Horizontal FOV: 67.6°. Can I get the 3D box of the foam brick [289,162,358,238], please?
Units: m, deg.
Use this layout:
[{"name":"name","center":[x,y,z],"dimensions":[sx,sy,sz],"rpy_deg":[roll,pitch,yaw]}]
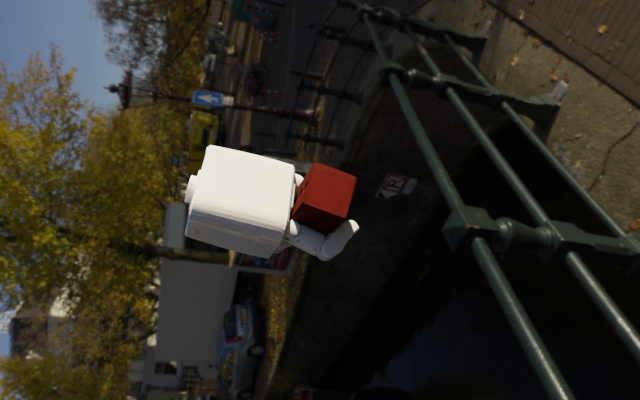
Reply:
[{"name":"foam brick","center":[0.000,0.002,0.536],"dimensions":[0.051,0.053,0.078],"rpy_deg":[21,-26,-9]}]
